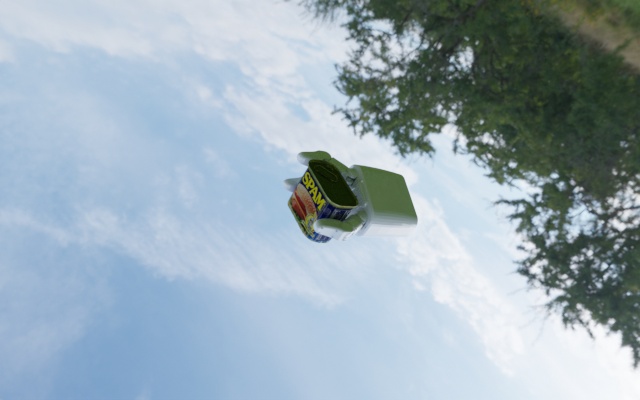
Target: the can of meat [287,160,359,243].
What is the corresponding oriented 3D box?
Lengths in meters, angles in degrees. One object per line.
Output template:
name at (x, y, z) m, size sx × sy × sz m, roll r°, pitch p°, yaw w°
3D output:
can of meat at (0.000, 0.003, 0.732) m, size 0.057 × 0.084 × 0.102 m, roll 3°, pitch 43°, yaw -37°
